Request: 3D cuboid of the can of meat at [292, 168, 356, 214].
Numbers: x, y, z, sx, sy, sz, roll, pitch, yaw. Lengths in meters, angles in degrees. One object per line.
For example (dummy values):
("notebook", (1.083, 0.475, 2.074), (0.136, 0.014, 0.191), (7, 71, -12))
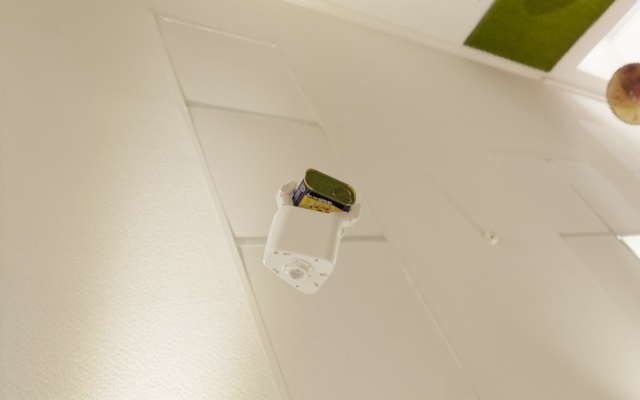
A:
("can of meat", (0.000, 0.003, 0.867), (0.102, 0.084, 0.057), (23, 37, -14))
